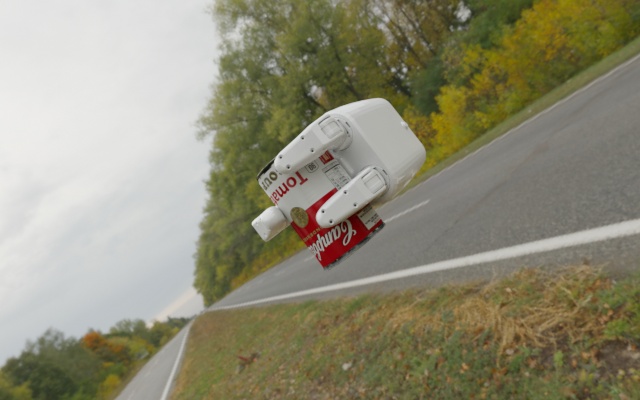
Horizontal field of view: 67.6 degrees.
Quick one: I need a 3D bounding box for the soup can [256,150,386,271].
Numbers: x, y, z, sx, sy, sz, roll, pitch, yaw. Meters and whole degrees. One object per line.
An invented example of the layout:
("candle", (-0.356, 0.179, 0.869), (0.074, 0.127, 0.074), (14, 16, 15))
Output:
("soup can", (0.000, 0.001, 0.422), (0.068, 0.102, 0.068), (-37, -2, -2))
